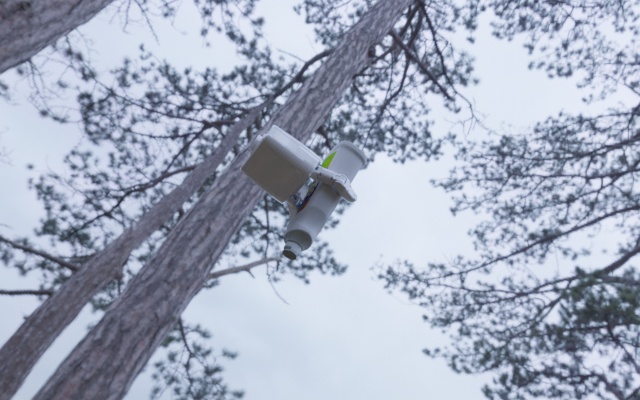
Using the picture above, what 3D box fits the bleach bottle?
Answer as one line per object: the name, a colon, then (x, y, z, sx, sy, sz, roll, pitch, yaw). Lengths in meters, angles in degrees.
bleach bottle: (0.000, 0.003, 0.895, 0.068, 0.250, 0.103, 37, -36, -11)
